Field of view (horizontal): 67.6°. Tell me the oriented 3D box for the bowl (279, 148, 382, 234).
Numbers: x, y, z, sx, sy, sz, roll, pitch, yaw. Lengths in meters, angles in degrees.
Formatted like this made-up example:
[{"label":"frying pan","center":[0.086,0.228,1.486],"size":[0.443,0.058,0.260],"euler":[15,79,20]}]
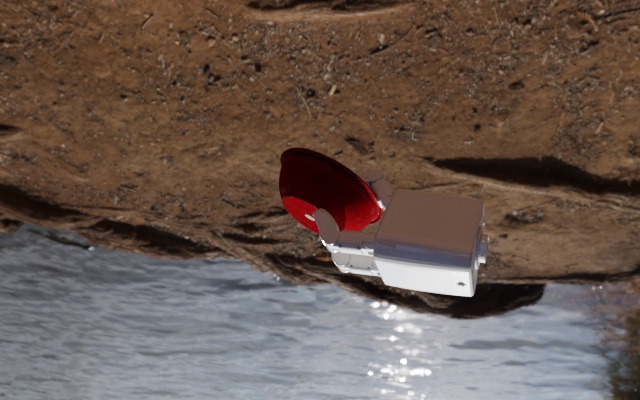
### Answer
[{"label":"bowl","center":[-0.001,0.002,0.648],"size":[0.162,0.055,0.162],"euler":[29,-22,13]}]
